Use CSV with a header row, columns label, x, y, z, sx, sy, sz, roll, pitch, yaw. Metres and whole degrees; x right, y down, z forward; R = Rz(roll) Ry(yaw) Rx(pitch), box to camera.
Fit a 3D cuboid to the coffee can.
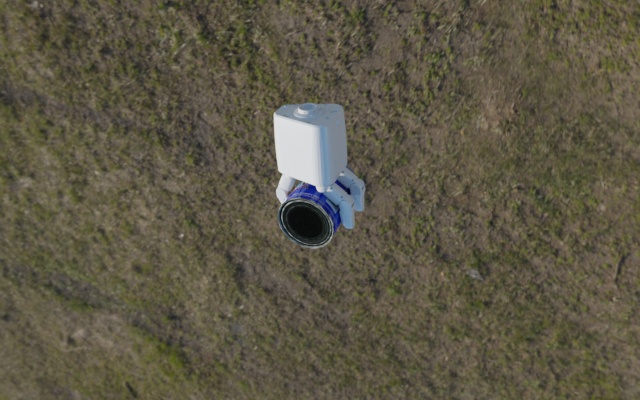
label,x,y,z,sx,sy,sz,roll,pitch,yaw
coffee can,0.000,0.003,0.849,0.103,0.103,0.140,0,32,26
